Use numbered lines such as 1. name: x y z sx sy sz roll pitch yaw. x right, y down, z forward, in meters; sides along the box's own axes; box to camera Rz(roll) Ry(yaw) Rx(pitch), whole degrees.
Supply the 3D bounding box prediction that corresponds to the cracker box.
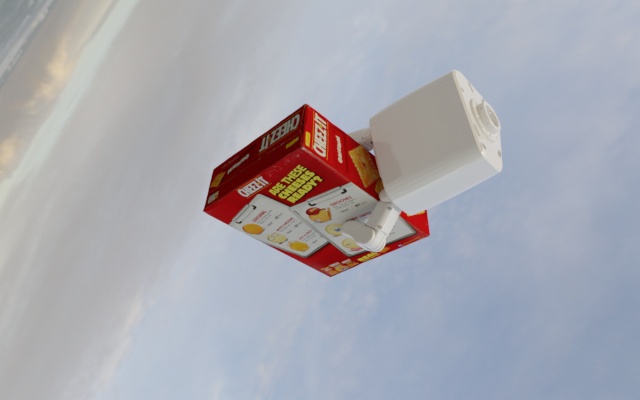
1. cracker box: 0.000 0.002 0.566 0.164 0.072 0.214 -28 -46 35
